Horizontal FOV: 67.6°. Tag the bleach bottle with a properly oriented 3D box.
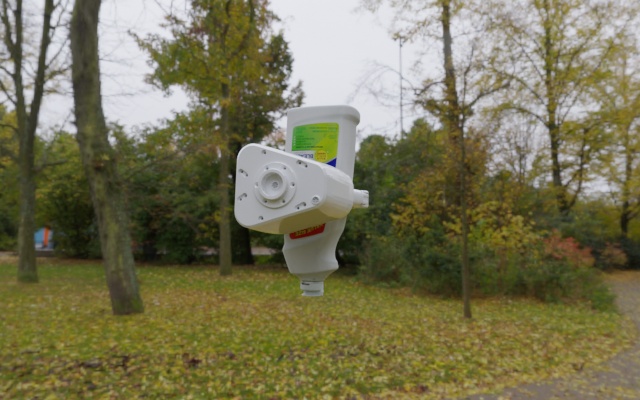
[{"bbox_3d":[0.000,0.002,0.647,0.102,0.251,0.068,0,-5,18],"label":"bleach bottle"}]
